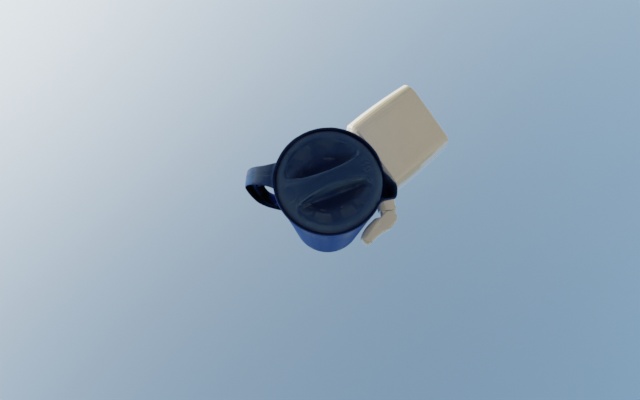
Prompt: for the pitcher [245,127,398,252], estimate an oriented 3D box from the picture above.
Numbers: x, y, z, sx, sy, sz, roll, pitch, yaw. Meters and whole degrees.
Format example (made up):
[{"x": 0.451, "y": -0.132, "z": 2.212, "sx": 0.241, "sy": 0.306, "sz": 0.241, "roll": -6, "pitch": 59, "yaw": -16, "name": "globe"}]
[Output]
[{"x": 0.000, "y": 0.002, "z": 0.671, "sx": 0.145, "sy": 0.149, "sz": 0.243, "roll": -39, "pitch": -11, "yaw": -9, "name": "pitcher"}]
